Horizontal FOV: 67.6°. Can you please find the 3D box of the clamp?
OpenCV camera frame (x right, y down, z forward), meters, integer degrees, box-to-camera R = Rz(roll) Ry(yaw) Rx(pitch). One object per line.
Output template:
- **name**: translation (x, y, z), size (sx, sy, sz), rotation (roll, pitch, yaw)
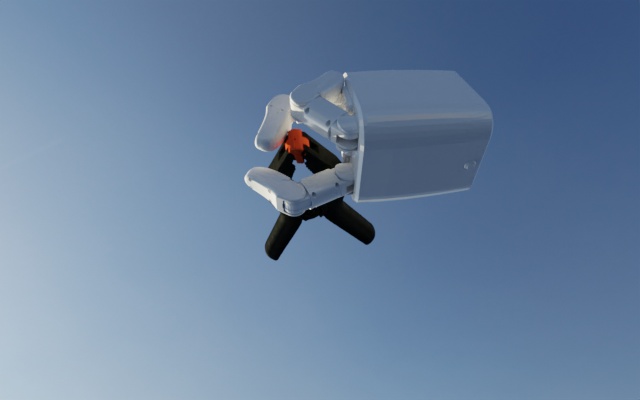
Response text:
- **clamp**: translation (0.000, 0.001, 0.472), size (0.120, 0.039, 0.172), rotation (-9, -38, -8)
